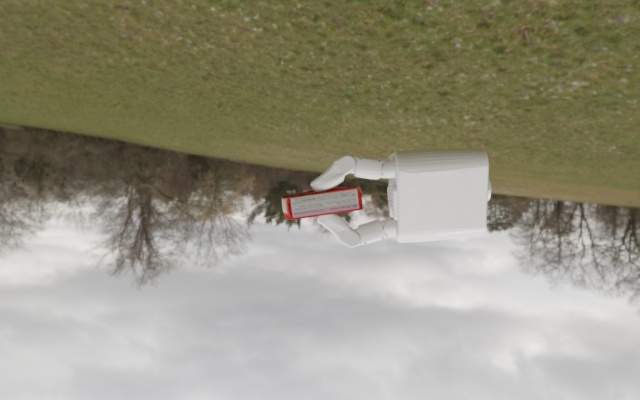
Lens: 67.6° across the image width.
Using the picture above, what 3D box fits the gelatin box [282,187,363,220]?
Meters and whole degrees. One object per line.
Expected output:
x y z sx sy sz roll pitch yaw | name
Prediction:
0.000 0.002 0.588 0.089 0.030 0.073 -9 3 -10 | gelatin box
